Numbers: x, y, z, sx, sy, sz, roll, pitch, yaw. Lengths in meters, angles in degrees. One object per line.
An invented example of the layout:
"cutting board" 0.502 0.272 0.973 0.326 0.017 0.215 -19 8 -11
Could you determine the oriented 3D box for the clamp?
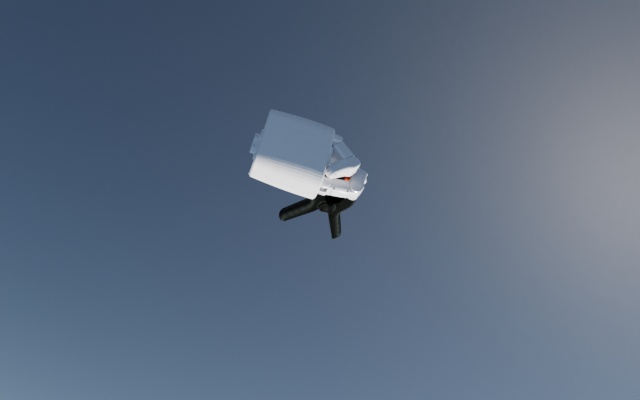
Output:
"clamp" 0.000 0.003 0.823 0.120 0.039 0.172 10 -43 -13
